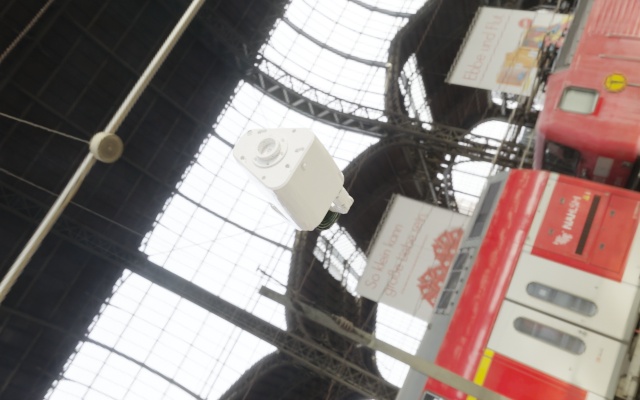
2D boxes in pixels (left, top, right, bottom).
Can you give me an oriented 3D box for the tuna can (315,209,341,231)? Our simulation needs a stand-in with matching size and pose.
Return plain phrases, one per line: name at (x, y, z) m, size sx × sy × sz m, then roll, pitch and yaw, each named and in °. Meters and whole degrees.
tuna can at (0.000, 0.002, 0.749) m, size 0.033 × 0.086 × 0.086 m, roll 16°, pitch 9°, yaw 34°
